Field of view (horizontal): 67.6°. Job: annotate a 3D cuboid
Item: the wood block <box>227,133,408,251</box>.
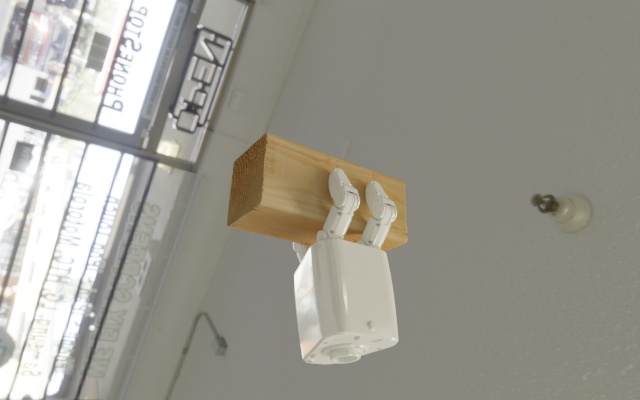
[{"bbox_3d":[0.000,0.002,0.595,0.206,0.090,0.091,17,-28,-30],"label":"wood block"}]
